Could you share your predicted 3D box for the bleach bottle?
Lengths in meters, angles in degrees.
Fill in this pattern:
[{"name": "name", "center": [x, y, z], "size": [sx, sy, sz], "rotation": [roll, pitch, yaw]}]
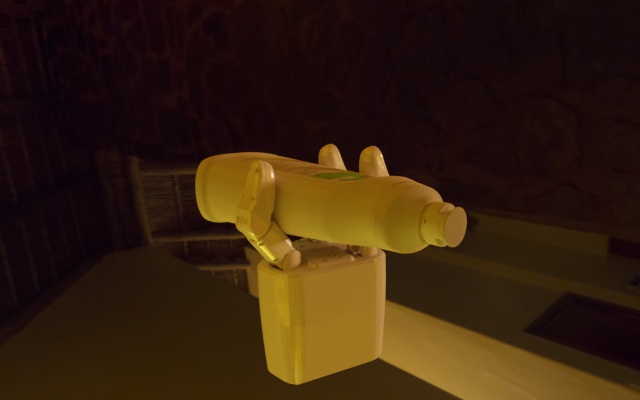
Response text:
[{"name": "bleach bottle", "center": [0.000, 0.001, 0.409], "size": [0.102, 0.068, 0.251], "rotation": [-12, 17, -42]}]
